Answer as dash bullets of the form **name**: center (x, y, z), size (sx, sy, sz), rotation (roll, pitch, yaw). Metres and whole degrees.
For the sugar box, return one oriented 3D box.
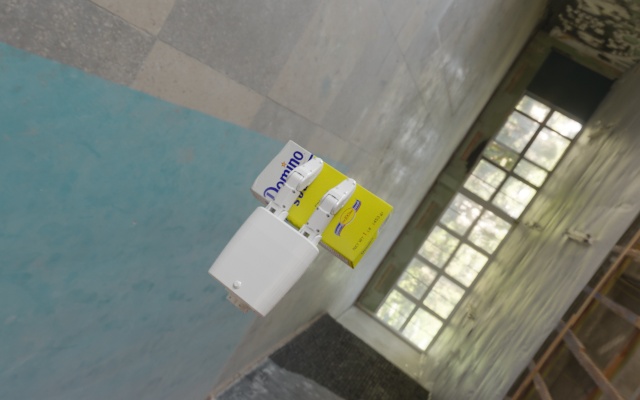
- **sugar box**: center (0.000, 0.002, 0.644), size (0.176, 0.093, 0.048), rotation (34, -14, 16)
